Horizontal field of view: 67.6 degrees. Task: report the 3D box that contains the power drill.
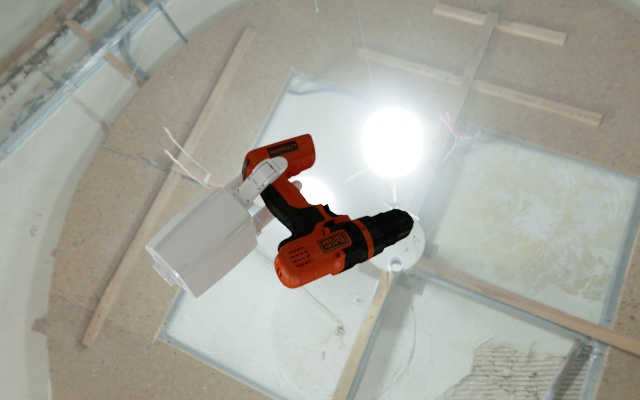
[{"bbox_3d":[0.000,0.002,0.592,0.184,0.187,0.057,-19,-32,-25],"label":"power drill"}]
